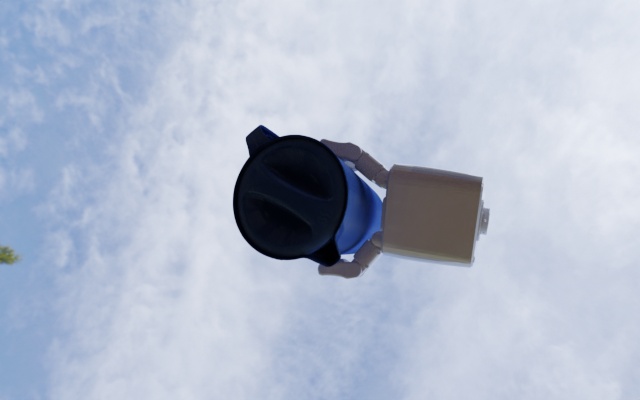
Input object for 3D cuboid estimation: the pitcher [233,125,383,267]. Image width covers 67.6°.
[{"bbox_3d":[0.000,0.002,0.607,0.145,0.149,0.243,8,-5,21],"label":"pitcher"}]
